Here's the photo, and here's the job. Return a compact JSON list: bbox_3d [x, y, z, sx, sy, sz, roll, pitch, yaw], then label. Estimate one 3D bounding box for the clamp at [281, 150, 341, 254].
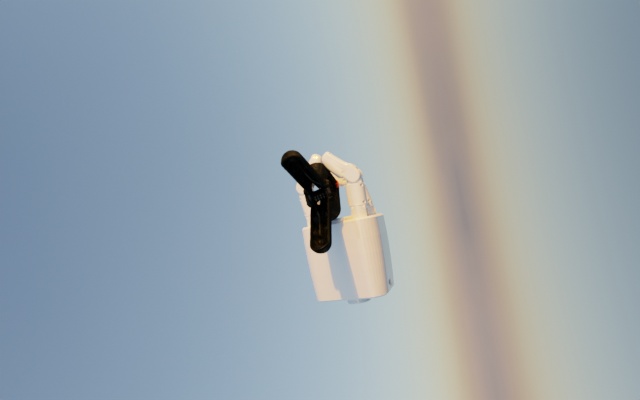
[{"bbox_3d":[0.000,0.002,0.598,0.039,0.120,0.171,-12,-3,16],"label":"clamp"}]
